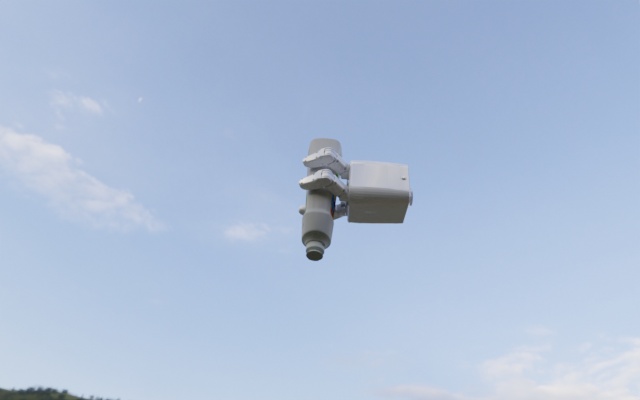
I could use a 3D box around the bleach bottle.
[{"bbox_3d":[0.000,0.003,0.858,0.068,0.250,0.103,3,-42,4],"label":"bleach bottle"}]
